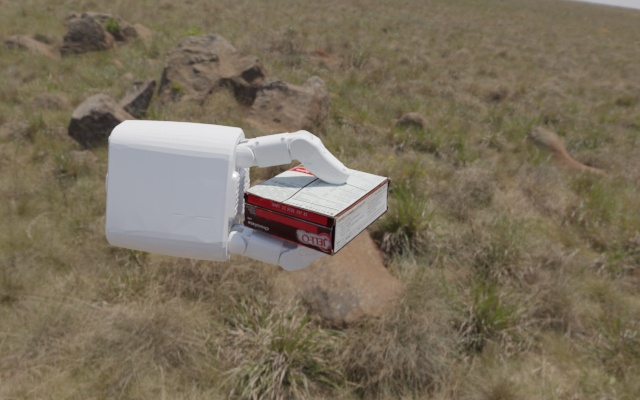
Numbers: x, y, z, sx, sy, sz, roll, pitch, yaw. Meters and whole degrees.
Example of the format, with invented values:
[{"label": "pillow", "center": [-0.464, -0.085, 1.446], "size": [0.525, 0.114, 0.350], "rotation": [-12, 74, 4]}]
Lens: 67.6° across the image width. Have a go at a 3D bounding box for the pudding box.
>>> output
[{"label": "pudding box", "center": [0.000, 0.001, 0.427], "size": [0.090, 0.039, 0.113], "rotation": [17, 28, 27]}]
